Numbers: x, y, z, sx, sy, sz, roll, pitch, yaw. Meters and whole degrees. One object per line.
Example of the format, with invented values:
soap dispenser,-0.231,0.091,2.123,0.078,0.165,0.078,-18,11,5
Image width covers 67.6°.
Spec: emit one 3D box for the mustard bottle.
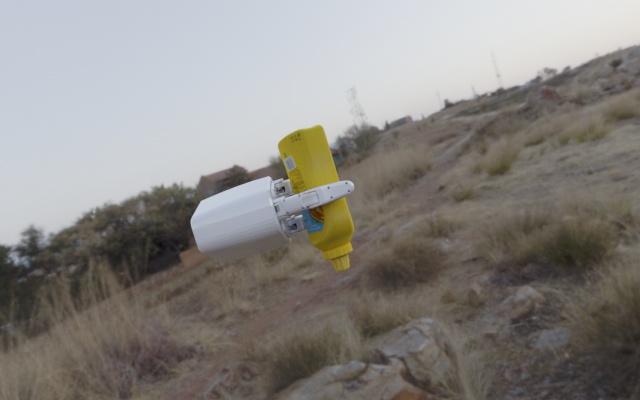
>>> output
mustard bottle,0.000,0.002,0.638,0.058,0.191,0.096,-18,0,-24
